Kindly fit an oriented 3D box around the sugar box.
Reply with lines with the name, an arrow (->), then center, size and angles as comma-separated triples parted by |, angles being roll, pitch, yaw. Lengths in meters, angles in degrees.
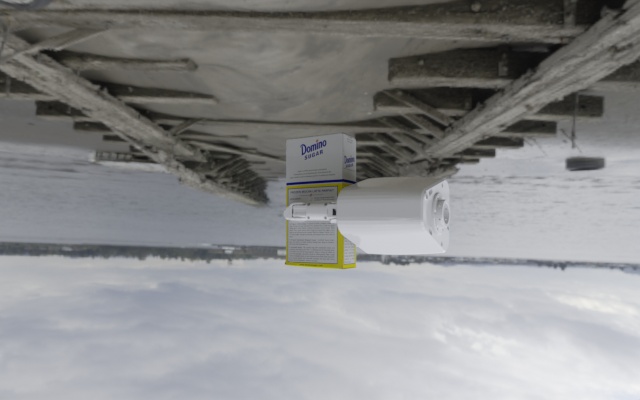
sugar box -> 0.001, 0.002, 0.645 | 0.093, 0.176, 0.048 | -1, -7, 31
